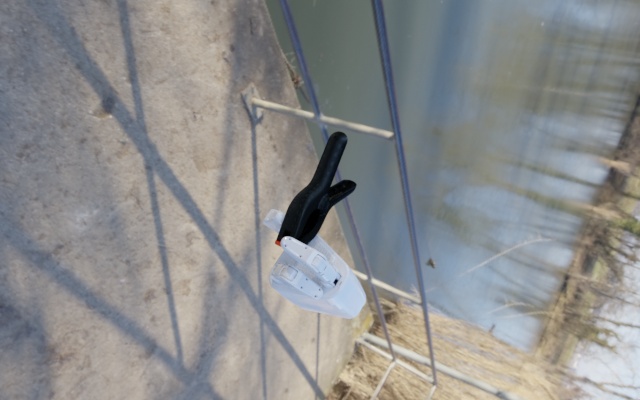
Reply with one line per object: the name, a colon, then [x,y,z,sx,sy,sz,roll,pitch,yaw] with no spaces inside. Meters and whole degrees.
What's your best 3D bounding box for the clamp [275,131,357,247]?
clamp: [0.000,0.002,0.657,0.039,0.171,0.120,23,-19,32]
